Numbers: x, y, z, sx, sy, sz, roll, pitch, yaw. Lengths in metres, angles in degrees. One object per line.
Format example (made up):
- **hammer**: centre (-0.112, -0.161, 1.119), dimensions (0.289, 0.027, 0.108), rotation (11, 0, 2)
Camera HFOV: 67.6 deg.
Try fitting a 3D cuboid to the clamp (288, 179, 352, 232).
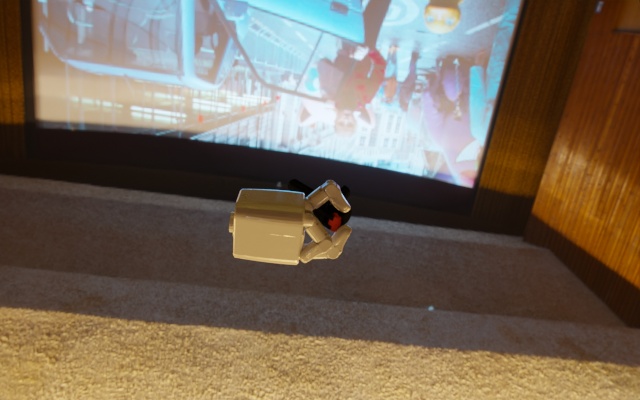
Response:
- **clamp**: centre (0.000, 0.003, 0.848), dimensions (0.120, 0.039, 0.171), rotation (5, 20, -4)
